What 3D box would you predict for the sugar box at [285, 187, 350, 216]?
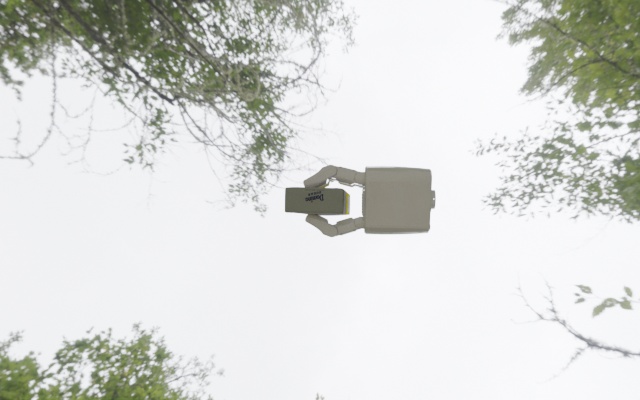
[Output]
[{"bbox_3d":[0.000,0.002,0.808,0.093,0.048,0.176,1,-4,6],"label":"sugar box"}]
